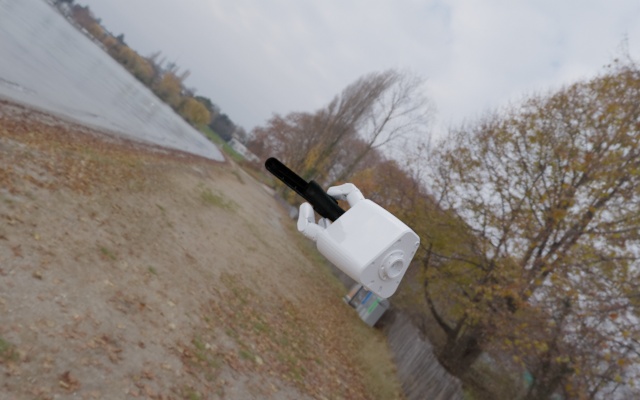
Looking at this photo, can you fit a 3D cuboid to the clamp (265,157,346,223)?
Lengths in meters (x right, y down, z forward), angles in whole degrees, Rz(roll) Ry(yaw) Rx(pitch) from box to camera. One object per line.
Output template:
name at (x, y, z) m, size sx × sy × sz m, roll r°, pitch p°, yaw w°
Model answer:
clamp at (0.001, 0.002, 0.811) m, size 0.210 × 0.036 × 0.164 m, roll 41°, pitch -4°, yaw -41°
